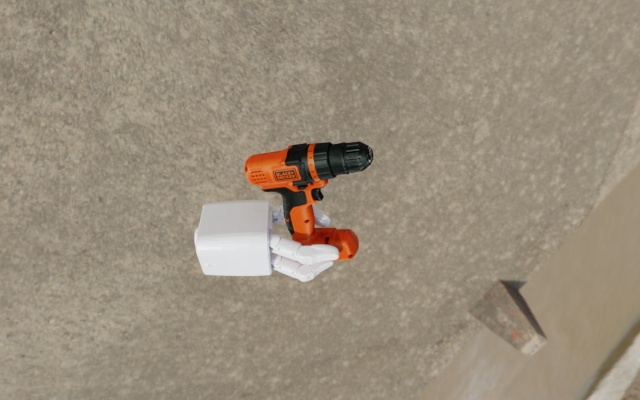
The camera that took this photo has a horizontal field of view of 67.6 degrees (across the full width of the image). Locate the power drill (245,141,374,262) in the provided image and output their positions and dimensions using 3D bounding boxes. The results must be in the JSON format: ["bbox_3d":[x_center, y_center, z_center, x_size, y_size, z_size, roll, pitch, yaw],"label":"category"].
[{"bbox_3d":[0.000,0.003,0.695,0.184,0.188,0.057,-5,33,20],"label":"power drill"}]
